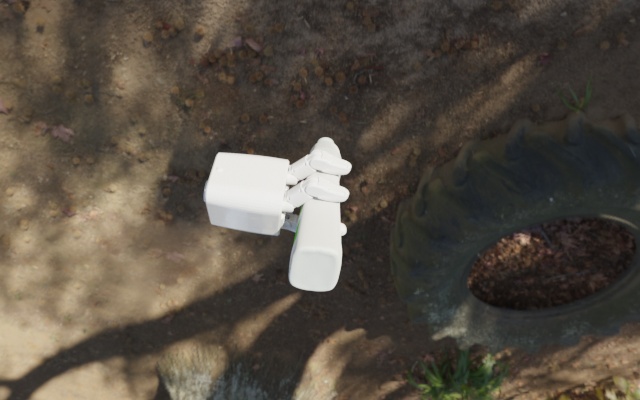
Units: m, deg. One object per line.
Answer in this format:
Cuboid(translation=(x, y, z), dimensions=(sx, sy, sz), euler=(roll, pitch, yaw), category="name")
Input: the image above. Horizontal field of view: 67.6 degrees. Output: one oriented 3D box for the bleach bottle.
Cuboid(translation=(0.000, 0.002, 0.712), dimensions=(0.068, 0.250, 0.103), euler=(7, -44, -3), category="bleach bottle")
